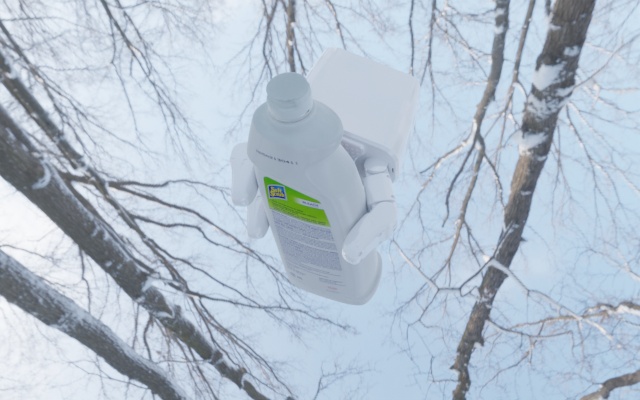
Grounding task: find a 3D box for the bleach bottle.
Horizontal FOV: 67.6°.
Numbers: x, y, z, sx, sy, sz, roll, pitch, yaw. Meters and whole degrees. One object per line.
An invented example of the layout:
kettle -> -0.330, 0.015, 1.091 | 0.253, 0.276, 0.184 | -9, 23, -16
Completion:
bleach bottle -> 0.000, 0.001, 0.409 | 0.102, 0.068, 0.251 | 13, -34, 17
